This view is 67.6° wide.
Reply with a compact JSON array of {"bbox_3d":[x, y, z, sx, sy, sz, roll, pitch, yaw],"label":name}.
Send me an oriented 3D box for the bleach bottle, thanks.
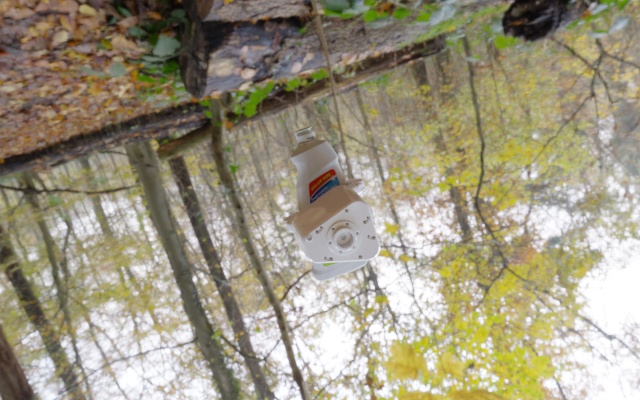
[{"bbox_3d":[0.000,0.003,0.807,0.102,0.251,0.068,-19,14,-7],"label":"bleach bottle"}]
